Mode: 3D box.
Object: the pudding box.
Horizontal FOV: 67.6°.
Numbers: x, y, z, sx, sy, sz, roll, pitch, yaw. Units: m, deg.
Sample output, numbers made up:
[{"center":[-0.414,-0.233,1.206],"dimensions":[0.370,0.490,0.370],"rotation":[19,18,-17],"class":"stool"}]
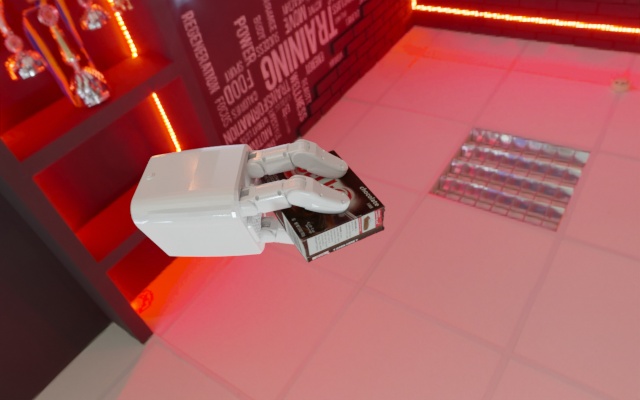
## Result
[{"center":[0.000,0.002,0.492],"dimensions":[0.090,0.039,0.113],"rotation":[-22,46,-15],"class":"pudding box"}]
